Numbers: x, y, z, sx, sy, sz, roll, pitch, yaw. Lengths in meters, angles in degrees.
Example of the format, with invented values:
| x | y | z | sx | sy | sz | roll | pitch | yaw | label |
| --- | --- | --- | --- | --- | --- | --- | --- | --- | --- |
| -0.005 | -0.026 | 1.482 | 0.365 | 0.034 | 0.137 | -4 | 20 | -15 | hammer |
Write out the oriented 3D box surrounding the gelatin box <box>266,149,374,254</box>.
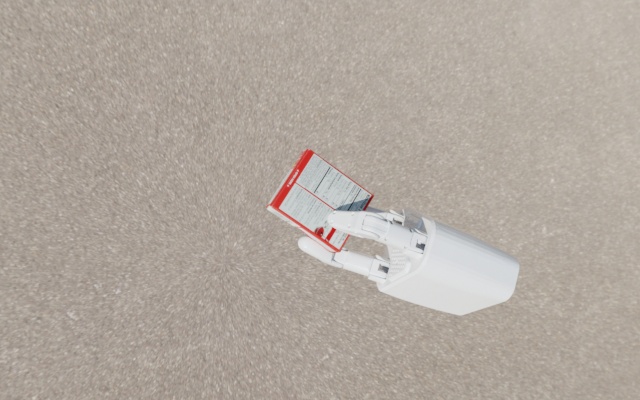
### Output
| x | y | z | sx | sy | sz | roll | pitch | yaw | label |
| --- | --- | --- | --- | --- | --- | --- | --- | --- | --- |
| 0.000 | 0.001 | 0.497 | 0.089 | 0.073 | 0.030 | 35 | -14 | -13 | gelatin box |
